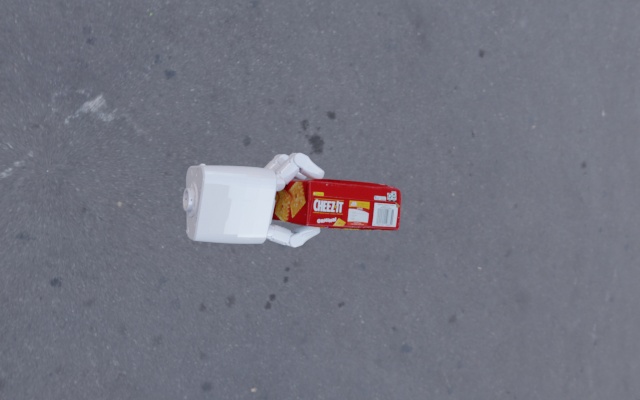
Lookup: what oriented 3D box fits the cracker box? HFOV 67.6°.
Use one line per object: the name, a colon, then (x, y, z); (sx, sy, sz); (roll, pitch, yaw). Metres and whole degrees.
cracker box: (0.000, 0.003, 0.772); (0.164, 0.072, 0.213); (4, 1, -30)
